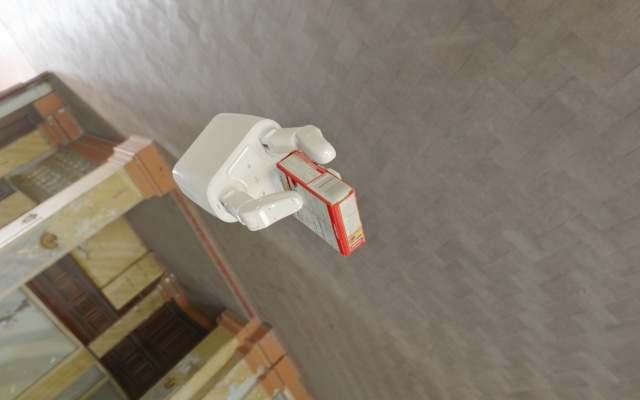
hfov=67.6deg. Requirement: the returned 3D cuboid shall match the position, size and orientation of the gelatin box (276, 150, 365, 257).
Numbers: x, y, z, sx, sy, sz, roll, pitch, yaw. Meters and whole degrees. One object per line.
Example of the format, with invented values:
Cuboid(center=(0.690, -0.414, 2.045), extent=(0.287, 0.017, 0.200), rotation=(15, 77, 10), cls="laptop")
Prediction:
Cuboid(center=(0.000, 0.002, 0.457), extent=(0.030, 0.073, 0.089), rotation=(-36, 47, -20), cls="gelatin box")
